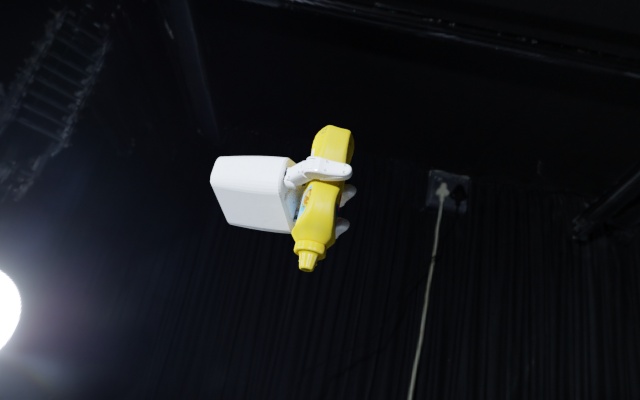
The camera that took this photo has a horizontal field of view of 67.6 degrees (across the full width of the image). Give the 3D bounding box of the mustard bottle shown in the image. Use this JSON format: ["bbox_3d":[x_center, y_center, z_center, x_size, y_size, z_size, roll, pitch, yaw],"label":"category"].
[{"bbox_3d":[0.000,0.002,0.640,0.058,0.191,0.096,15,-25,-5],"label":"mustard bottle"}]
